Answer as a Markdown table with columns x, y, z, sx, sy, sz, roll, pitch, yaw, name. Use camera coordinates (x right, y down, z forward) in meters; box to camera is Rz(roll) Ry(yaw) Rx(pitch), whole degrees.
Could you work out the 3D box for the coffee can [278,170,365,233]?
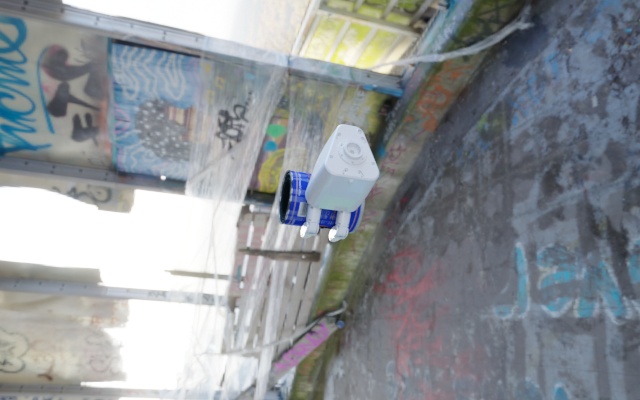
| x | y | z | sx | sy | sz | roll | pitch | yaw | name |
| --- | --- | --- | --- | --- | --- | --- | --- | --- | --- |
| 0.000 | 0.003 | 0.896 | 0.140 | 0.103 | 0.103 | 8 | -2 | -15 | coffee can |
